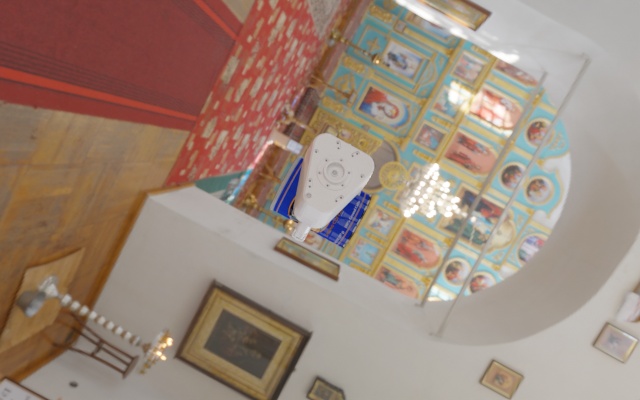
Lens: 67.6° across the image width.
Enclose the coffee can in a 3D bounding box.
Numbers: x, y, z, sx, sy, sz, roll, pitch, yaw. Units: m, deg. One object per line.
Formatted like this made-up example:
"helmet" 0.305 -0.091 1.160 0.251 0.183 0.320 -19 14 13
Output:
"coffee can" 0.000 0.003 0.802 0.140 0.103 0.103 28 -1 -1
